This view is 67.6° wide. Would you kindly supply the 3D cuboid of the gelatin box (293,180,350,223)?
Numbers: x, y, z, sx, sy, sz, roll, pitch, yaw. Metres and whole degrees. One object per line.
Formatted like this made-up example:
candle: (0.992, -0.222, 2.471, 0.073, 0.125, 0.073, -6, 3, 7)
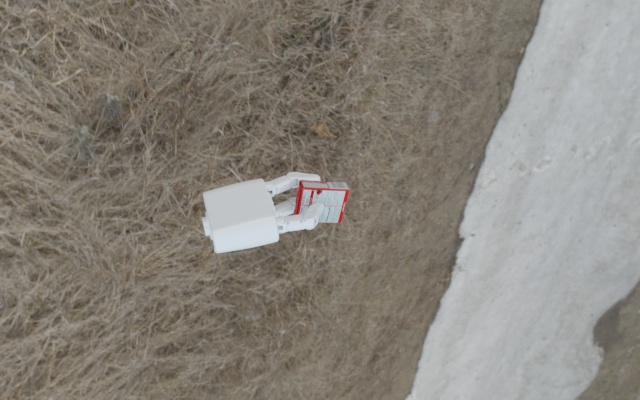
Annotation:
gelatin box: (0.001, 0.003, 0.850, 0.089, 0.073, 0.030, 2, 32, -17)
